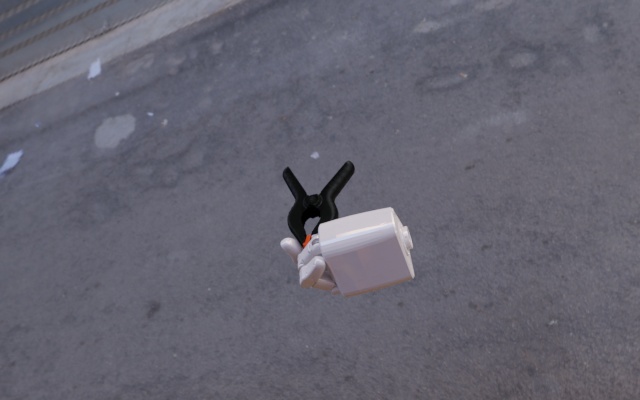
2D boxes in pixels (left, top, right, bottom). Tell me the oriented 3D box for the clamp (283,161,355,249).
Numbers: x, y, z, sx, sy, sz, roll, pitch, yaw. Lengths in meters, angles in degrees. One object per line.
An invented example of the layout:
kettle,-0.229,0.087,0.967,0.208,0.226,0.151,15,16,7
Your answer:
clamp,0.000,0.002,0.744,0.120,0.171,0.039,-15,-38,13
